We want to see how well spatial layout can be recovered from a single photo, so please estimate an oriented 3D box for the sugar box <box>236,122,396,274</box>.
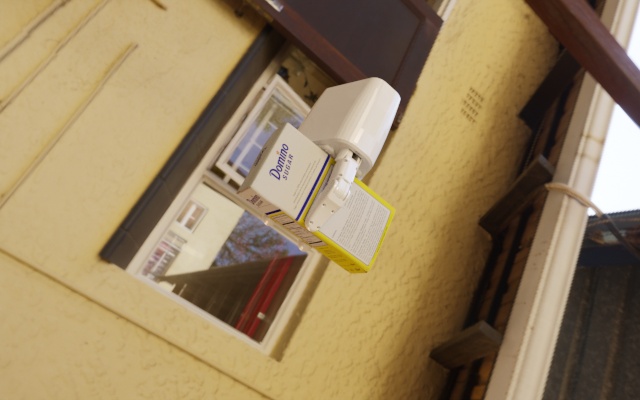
[{"bbox_3d":[0.000,0.002,0.553,0.176,0.093,0.048,37,-27,-20],"label":"sugar box"}]
